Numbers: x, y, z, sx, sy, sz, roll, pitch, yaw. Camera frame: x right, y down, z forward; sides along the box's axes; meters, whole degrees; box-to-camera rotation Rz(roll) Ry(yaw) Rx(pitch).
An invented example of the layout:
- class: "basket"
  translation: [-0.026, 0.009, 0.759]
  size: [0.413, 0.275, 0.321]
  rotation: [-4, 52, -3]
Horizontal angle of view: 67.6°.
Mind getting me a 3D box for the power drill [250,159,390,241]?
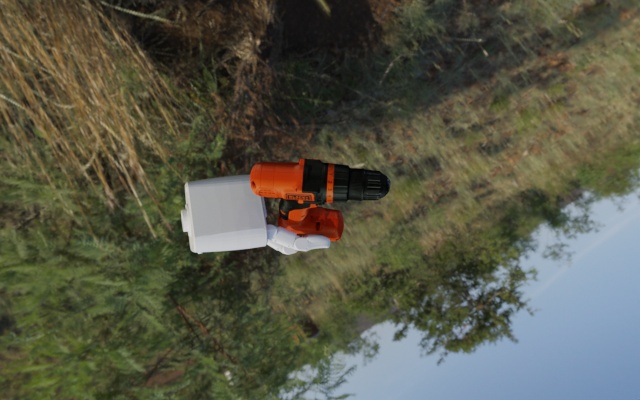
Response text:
- class: "power drill"
  translation: [0.000, 0.002, 0.694]
  size: [0.184, 0.057, 0.188]
  rotation: [5, -25, 3]
